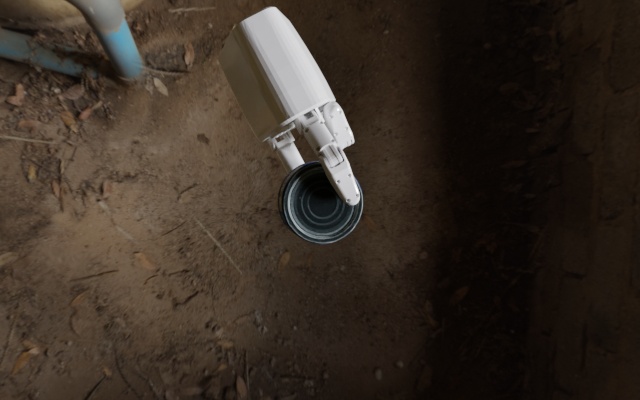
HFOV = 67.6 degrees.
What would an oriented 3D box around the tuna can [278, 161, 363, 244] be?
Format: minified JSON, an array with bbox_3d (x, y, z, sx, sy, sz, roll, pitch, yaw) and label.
[{"bbox_3d":[0.000,0.002,0.495,0.086,0.086,0.034,0,4,-12],"label":"tuna can"}]
